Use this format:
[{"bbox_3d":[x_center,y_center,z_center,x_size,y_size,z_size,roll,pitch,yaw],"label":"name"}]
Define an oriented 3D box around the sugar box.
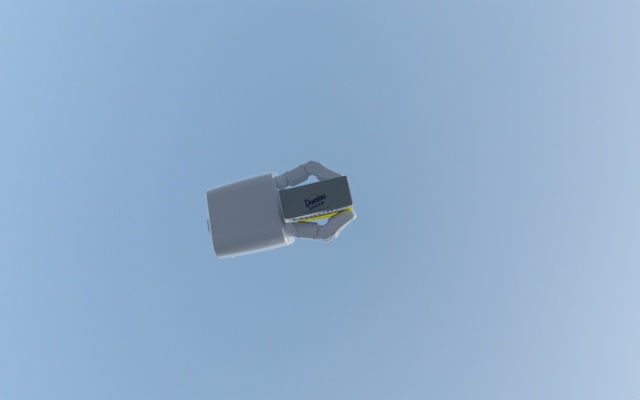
[{"bbox_3d":[0.000,0.003,0.694,0.093,0.048,0.176,-13,-2,4],"label":"sugar box"}]
